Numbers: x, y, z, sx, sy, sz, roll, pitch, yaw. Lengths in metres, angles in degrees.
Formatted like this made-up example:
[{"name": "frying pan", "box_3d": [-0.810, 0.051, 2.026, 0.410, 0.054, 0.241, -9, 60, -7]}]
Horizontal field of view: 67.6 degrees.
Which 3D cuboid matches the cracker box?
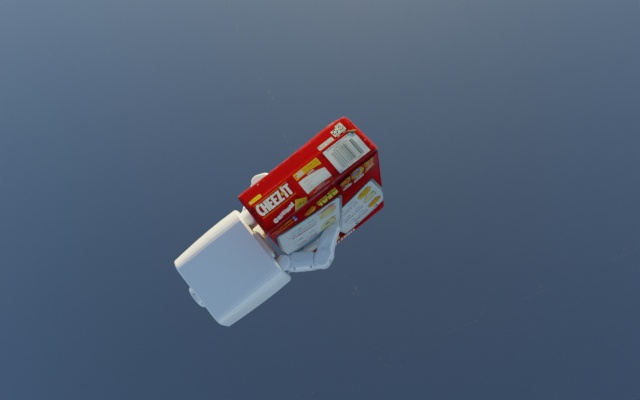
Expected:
[{"name": "cracker box", "box_3d": [0.000, 0.002, 0.648, 0.164, 0.072, 0.214, -38, -21, -5]}]
